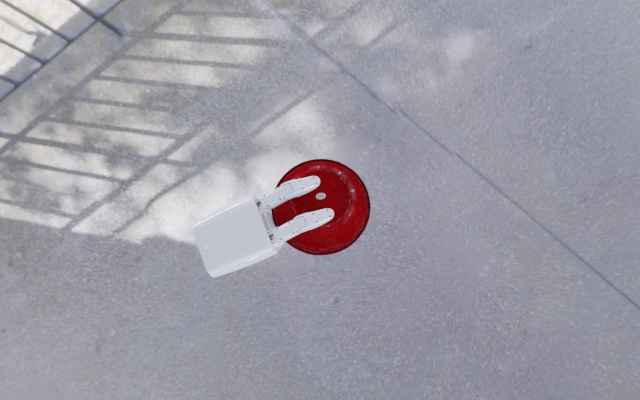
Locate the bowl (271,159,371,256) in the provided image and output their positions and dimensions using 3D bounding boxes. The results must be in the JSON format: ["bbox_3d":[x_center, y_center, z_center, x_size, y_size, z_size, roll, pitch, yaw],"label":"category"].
[{"bbox_3d":[0.001,0.002,0.749,0.162,0.162,0.055,0,-15,1],"label":"bowl"}]
